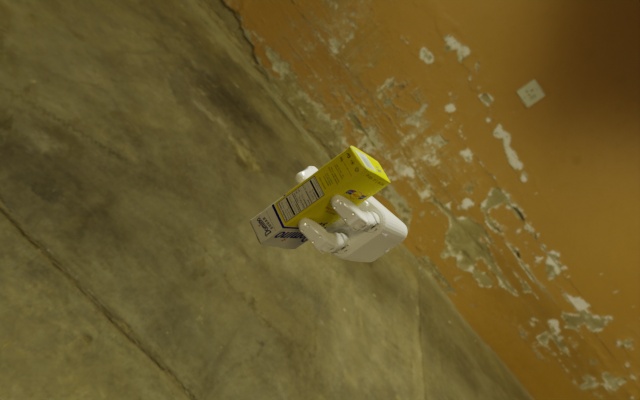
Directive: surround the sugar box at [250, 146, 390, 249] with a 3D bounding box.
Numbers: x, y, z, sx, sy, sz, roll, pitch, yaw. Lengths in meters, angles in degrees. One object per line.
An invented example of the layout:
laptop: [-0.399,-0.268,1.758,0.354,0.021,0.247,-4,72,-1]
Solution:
sugar box: [0.001,0.003,0.649,0.176,0.048,0.093,-38,-25,17]
